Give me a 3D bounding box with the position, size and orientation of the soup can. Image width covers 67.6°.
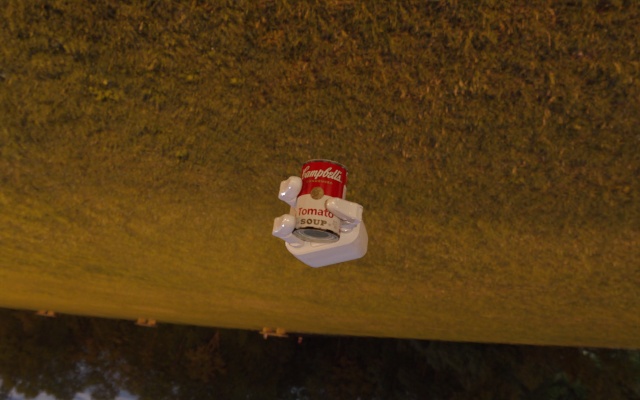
[{"bbox_3d":[0.000,0.002,0.669,0.068,0.102,0.068,7,-19,3],"label":"soup can"}]
